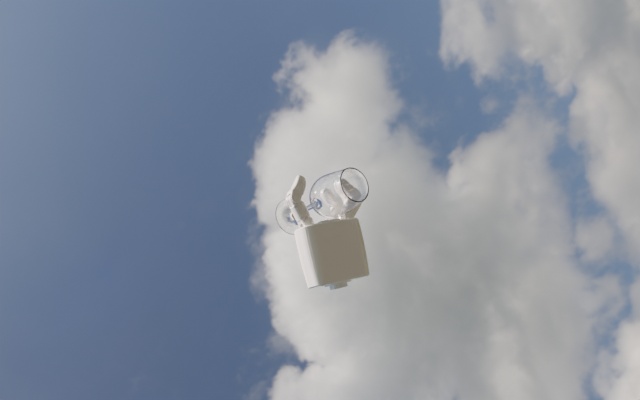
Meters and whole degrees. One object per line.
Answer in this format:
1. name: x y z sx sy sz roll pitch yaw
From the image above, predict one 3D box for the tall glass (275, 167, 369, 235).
1. tall glass: 0.000 0.003 0.868 0.079 0.079 0.201 0 -18 -37
